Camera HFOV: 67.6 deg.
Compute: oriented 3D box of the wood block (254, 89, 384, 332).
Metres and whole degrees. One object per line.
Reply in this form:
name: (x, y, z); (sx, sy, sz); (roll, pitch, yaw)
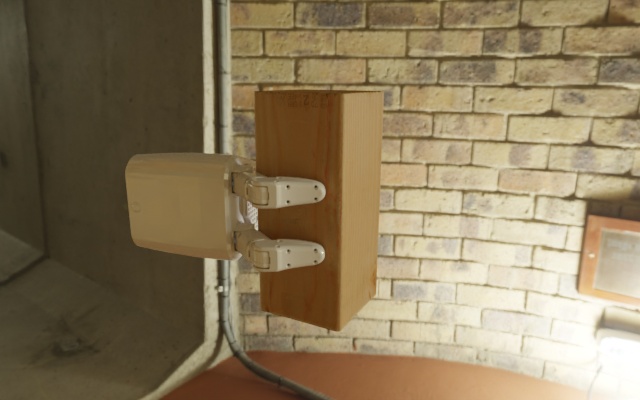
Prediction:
wood block: (0.000, 0.001, 0.452); (0.090, 0.206, 0.091); (8, 17, 27)
